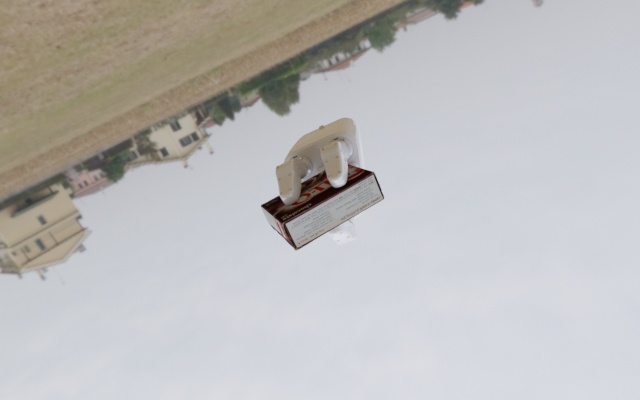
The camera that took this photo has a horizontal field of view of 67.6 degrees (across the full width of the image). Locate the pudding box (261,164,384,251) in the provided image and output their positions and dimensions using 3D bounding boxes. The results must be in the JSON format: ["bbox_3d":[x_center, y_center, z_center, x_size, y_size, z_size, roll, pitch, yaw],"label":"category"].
[{"bbox_3d":[0.000,0.002,0.522,0.113,0.039,0.090,-32,19,-12],"label":"pudding box"}]
